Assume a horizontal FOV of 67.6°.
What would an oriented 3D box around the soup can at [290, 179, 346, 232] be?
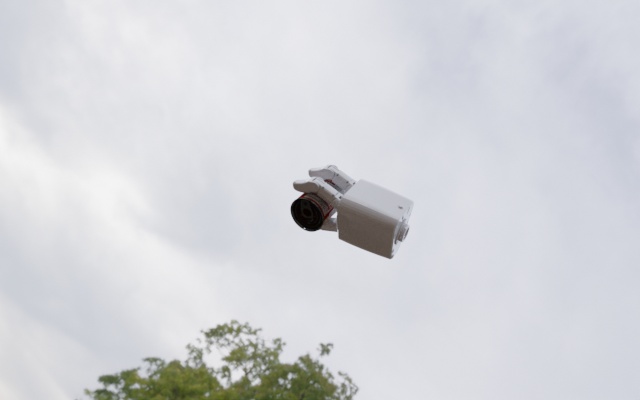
[{"bbox_3d":[0.000,0.003,0.876,0.068,0.068,0.102,0,28,34],"label":"soup can"}]
